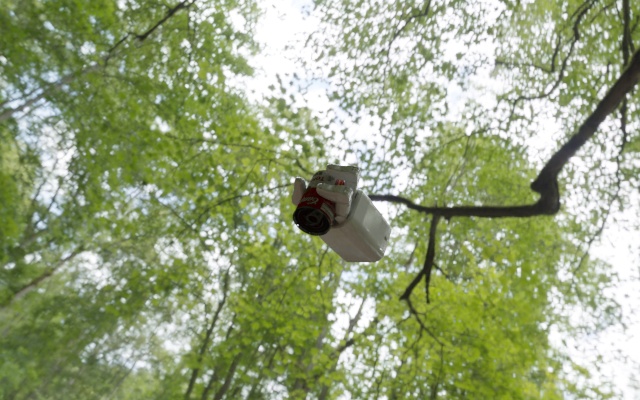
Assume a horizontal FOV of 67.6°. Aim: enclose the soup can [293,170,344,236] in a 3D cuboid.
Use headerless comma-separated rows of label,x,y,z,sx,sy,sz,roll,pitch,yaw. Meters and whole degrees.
soup can,0.000,0.002,0.842,0.068,0.068,0.102,0,42,25
